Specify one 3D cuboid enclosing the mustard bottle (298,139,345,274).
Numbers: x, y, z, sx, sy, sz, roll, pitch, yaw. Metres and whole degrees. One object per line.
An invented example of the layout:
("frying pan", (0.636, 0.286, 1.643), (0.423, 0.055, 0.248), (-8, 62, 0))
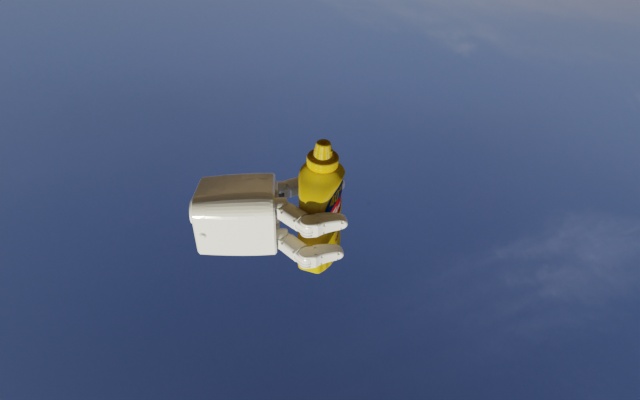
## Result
("mustard bottle", (0.000, 0.002, 0.647), (0.058, 0.192, 0.096), (14, 41, 15))
